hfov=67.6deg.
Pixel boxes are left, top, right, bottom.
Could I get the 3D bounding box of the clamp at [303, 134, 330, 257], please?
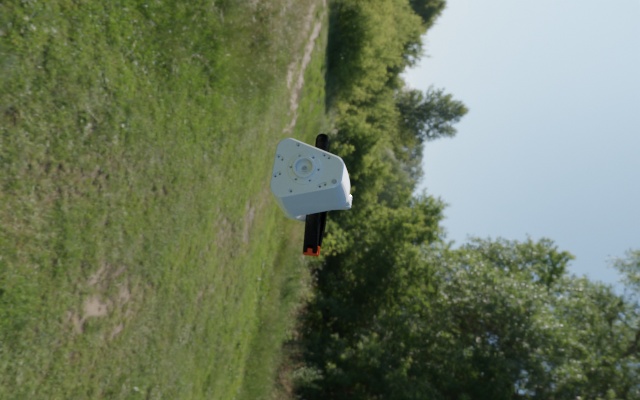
[{"bbox_3d":[0.001,0.003,0.886,0.036,0.210,0.165,5,-15,10],"label":"clamp"}]
